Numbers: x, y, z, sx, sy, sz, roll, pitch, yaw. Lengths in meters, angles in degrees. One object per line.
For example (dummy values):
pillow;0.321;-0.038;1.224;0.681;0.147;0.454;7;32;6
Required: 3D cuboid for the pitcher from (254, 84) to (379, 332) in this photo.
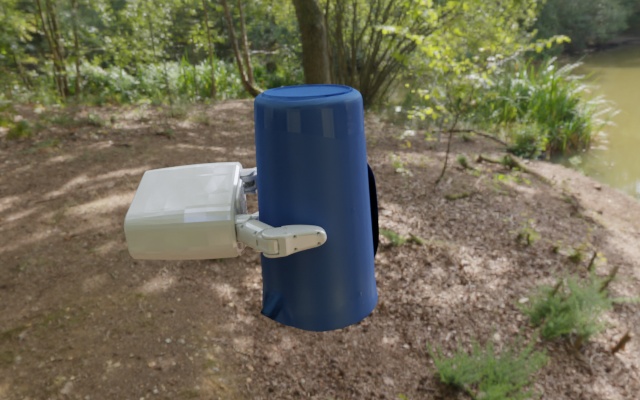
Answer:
pitcher;0.000;0.002;0.519;0.145;0.243;0.149;-3;20;-1
